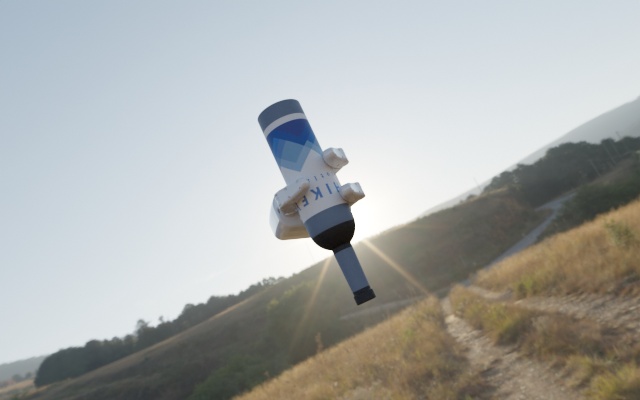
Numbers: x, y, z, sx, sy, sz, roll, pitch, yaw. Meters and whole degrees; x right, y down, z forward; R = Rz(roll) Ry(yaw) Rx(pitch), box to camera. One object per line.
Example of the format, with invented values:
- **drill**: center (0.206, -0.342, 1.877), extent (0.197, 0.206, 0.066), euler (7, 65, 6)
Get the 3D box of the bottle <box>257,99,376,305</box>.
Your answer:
- **bottle**: center (0.000, 0.002, 0.657), extent (0.069, 0.295, 0.069), euler (-24, -13, -6)
